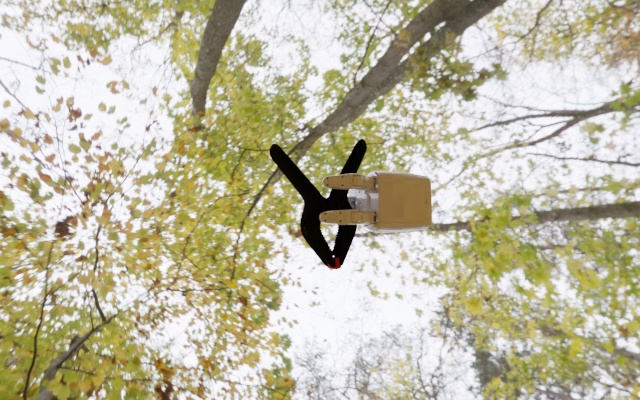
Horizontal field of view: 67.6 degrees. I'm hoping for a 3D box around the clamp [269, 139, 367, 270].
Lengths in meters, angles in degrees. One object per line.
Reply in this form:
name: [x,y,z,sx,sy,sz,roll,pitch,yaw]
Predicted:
clamp: [0.000,0.003,0.747,0.164,0.210,0.036,1,-4,-22]
